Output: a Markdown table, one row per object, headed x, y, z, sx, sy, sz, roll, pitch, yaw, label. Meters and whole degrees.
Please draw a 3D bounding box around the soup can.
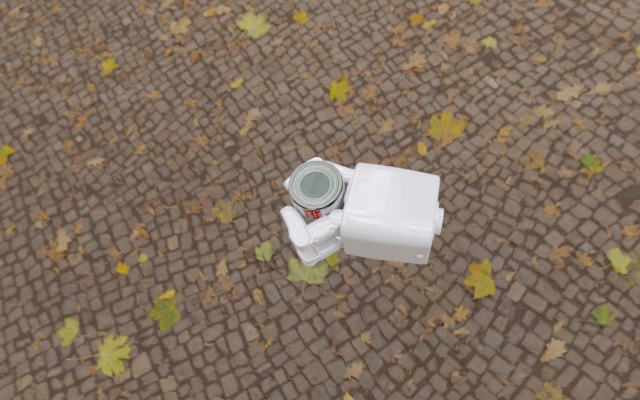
| x | y | z | sx | sy | sz | roll | pitch | yaw | label |
| --- | --- | --- | --- | --- | --- | --- | --- | --- | --- |
| 0.000 | 0.002 | 0.608 | 0.068 | 0.068 | 0.102 | 0 | -25 | 8 | soup can |
